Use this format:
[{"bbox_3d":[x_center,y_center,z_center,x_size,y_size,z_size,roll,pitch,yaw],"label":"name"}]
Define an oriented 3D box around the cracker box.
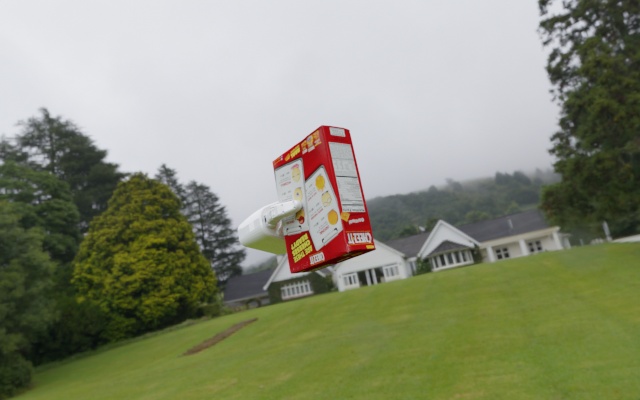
[{"bbox_3d":[0.000,0.003,0.819,0.072,0.213,0.164,0,-18,-38],"label":"cracker box"}]
